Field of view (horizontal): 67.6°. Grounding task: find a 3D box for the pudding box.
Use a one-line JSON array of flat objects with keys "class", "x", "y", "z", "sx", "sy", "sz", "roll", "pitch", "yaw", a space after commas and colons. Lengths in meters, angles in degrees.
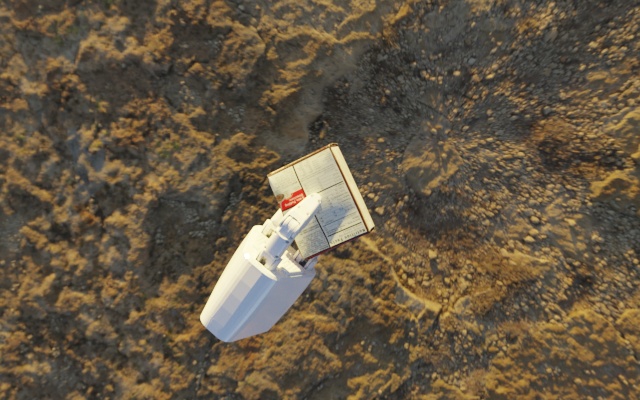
[{"class": "pudding box", "x": 0.000, "y": 0.002, "z": 0.563, "sx": 0.090, "sy": 0.113, "sz": 0.039, "roll": -24, "pitch": 1, "yaw": 17}]
